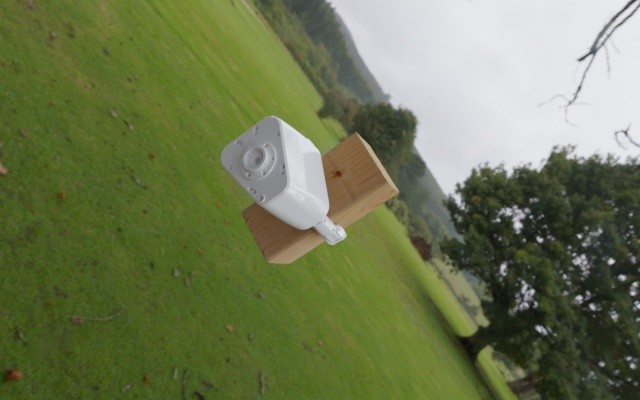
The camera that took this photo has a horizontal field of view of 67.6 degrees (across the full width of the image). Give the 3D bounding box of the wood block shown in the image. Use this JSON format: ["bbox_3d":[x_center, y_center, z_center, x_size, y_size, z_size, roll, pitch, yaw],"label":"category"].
[{"bbox_3d":[0.000,0.002,0.710,0.206,0.090,0.090,-34,-17,12],"label":"wood block"}]
